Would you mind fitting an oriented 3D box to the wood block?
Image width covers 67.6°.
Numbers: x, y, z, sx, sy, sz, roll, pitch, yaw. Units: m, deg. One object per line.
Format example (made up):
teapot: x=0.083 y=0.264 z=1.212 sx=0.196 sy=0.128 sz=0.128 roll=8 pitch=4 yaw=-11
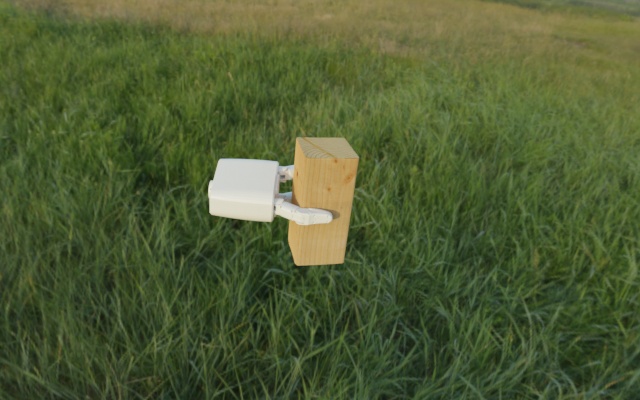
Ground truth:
wood block: x=0.000 y=0.003 z=0.835 sx=0.090 sy=0.206 sz=0.090 roll=-1 pitch=29 yaw=-14
